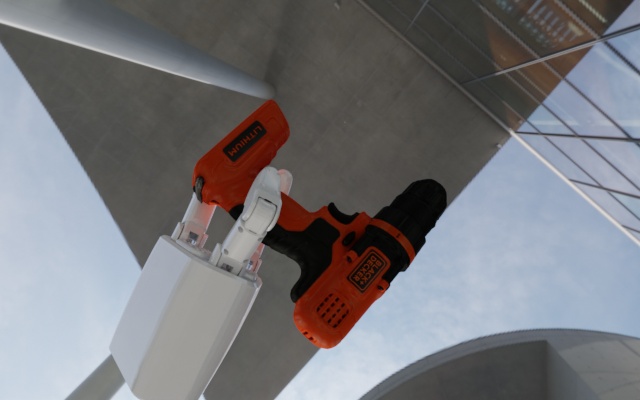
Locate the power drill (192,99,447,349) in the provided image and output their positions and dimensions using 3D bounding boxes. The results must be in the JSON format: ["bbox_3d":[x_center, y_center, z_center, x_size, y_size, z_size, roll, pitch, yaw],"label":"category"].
[{"bbox_3d":[0.000,0.001,0.414,0.184,0.187,0.057,-46,-7,-24],"label":"power drill"}]
